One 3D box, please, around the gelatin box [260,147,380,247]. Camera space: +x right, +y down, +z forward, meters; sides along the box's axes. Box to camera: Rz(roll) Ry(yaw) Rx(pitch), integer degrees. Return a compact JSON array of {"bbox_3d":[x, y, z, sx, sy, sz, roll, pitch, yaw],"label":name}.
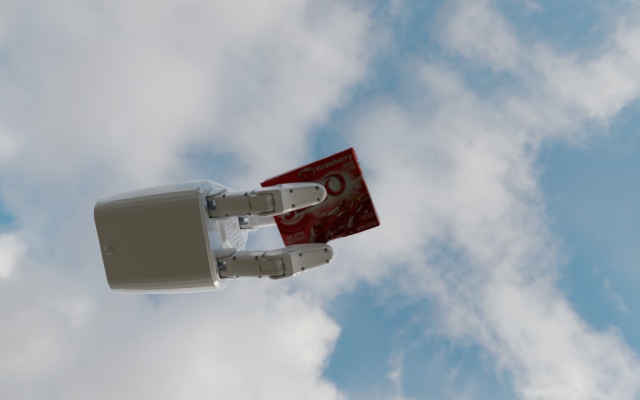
[{"bbox_3d":[0.000,0.001,0.429,0.089,0.073,0.030,-20,7,8],"label":"gelatin box"}]
